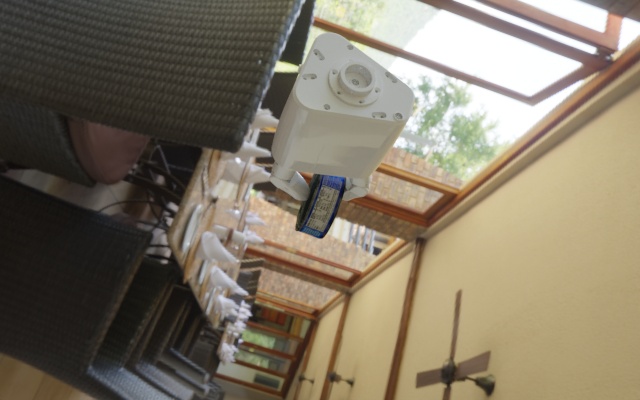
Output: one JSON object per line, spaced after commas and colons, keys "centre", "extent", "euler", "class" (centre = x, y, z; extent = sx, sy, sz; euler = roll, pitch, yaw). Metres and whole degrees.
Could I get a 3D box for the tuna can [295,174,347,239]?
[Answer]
{"centre": [0.001, 0.002, 0.573], "extent": [0.034, 0.086, 0.086], "euler": [21, -3, -8], "class": "tuna can"}
